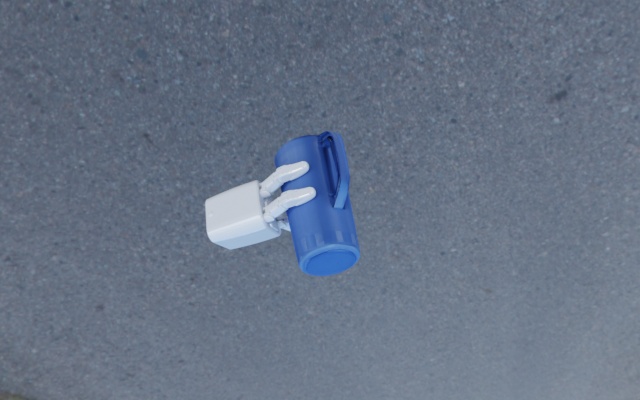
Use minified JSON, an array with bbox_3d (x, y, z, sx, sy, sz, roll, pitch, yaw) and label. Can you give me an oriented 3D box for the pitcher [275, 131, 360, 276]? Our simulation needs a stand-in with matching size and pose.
[{"bbox_3d":[0.000,0.003,0.867,0.145,0.242,0.149,-17,-34,7],"label":"pitcher"}]
